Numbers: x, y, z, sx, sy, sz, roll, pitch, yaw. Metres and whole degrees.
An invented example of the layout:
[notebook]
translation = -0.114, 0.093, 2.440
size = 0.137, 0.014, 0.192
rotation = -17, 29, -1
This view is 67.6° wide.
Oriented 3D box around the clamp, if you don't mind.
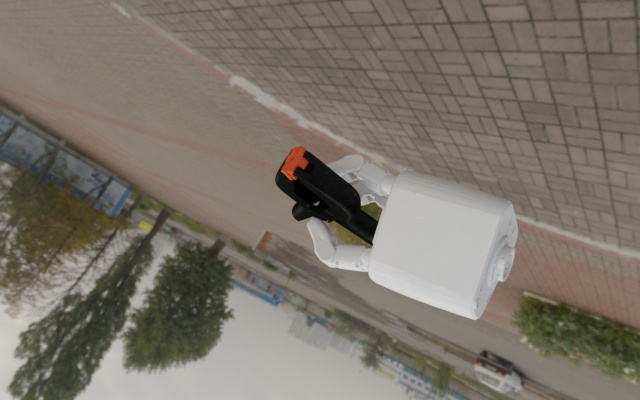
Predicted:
[clamp]
translation = 0.000, 0.002, 0.525
size = 0.164, 0.036, 0.210
rotation = 17, -17, 33
